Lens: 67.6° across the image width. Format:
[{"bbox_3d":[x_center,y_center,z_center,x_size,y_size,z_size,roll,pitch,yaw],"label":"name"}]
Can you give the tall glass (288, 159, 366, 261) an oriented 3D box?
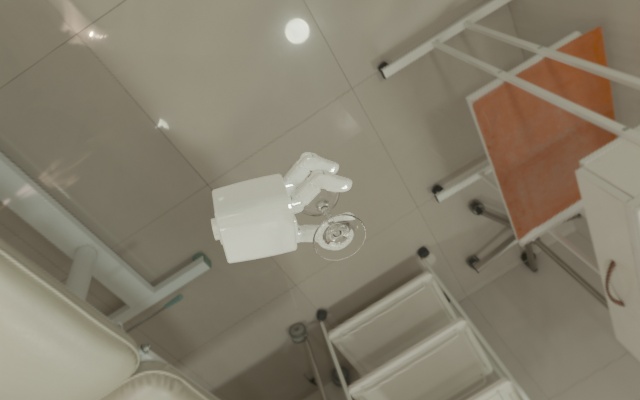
[{"bbox_3d":[0.000,0.003,0.722,0.079,0.079,0.201,0,29,-17],"label":"tall glass"}]
